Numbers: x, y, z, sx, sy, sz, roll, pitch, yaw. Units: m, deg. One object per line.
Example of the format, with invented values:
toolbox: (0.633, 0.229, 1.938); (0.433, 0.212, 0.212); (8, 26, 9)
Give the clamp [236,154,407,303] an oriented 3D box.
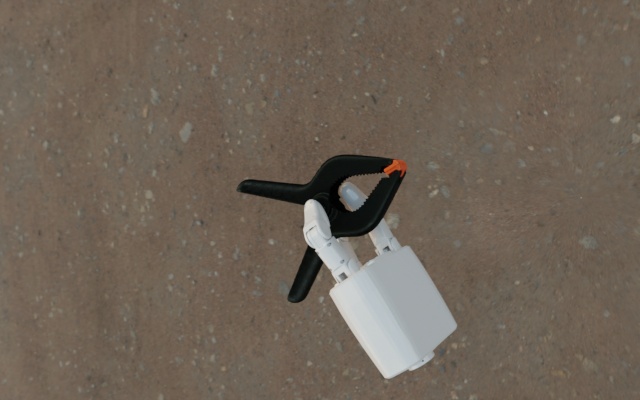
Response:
clamp: (0.000, 0.002, 0.553); (0.210, 0.164, 0.036); (-38, -12, 24)
